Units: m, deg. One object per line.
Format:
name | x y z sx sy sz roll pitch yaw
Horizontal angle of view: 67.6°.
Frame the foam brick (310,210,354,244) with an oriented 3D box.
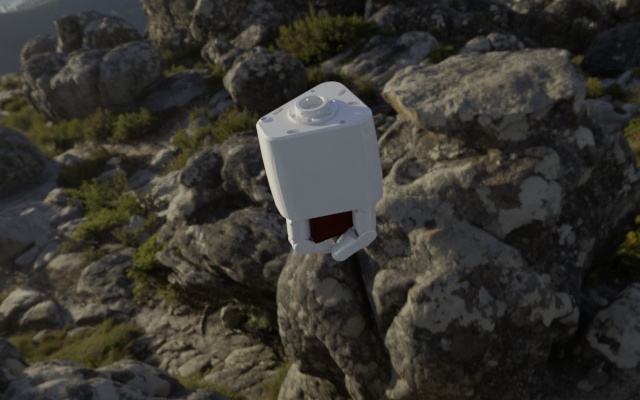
foam brick | 0.000 0.002 0.565 0.053 0.051 0.078 -20 42 -15
